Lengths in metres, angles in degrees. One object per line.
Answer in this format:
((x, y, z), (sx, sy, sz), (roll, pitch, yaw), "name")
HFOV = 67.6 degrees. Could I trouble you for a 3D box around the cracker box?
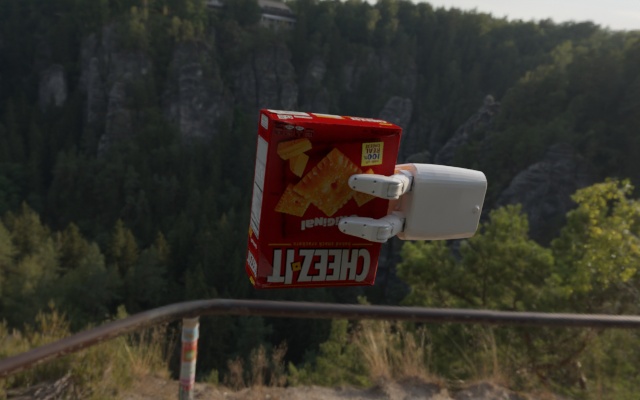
((0.000, 0.002, 0.599), (0.164, 0.214, 0.072), (2, 18, -19), "cracker box")
